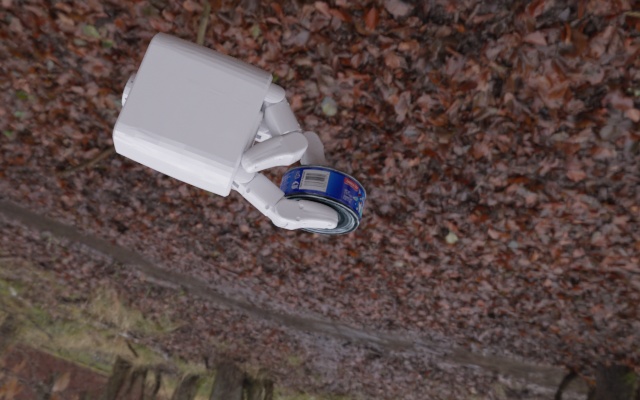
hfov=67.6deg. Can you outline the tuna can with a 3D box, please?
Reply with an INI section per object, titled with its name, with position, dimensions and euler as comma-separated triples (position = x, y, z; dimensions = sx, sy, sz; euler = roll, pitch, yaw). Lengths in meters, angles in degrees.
[tuna can]
position = 0.000, 0.002, 0.470
dimensions = 0.086, 0.033, 0.086
euler = 10, -27, 5
